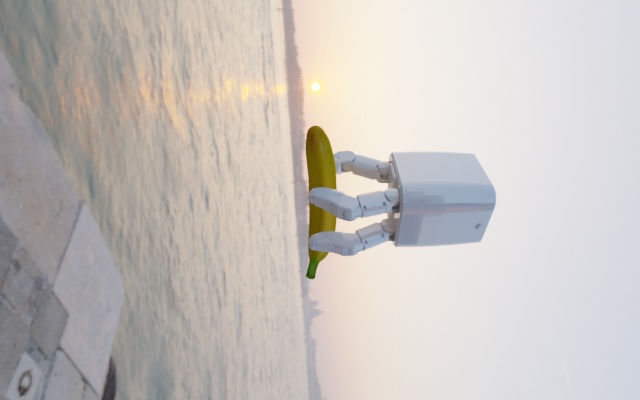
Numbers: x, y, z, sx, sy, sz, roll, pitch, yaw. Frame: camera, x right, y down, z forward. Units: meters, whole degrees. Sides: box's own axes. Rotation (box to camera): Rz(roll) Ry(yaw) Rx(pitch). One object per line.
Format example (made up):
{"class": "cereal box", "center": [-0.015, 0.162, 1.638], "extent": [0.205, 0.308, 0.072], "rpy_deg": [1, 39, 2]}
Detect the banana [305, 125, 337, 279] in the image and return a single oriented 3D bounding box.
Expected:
{"class": "banana", "center": [0.001, -0.003, 0.586], "extent": [0.037, 0.198, 0.069], "rpy_deg": [2, 25, 4]}
